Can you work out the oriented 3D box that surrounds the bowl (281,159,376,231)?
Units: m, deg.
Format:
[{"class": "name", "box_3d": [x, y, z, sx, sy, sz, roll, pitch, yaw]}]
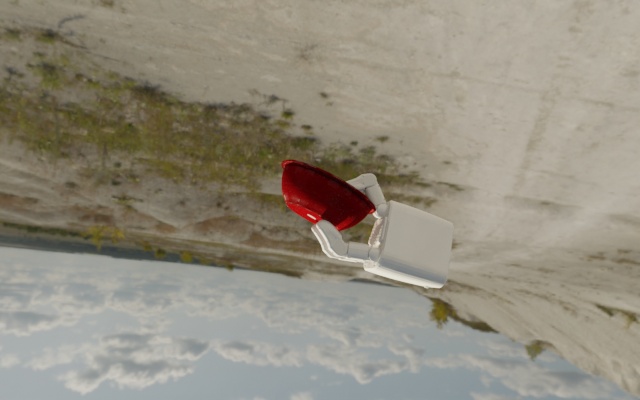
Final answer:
[{"class": "bowl", "box_3d": [-0.001, 0.002, 0.724, 0.162, 0.055, 0.162, 27, -11, 6]}]
